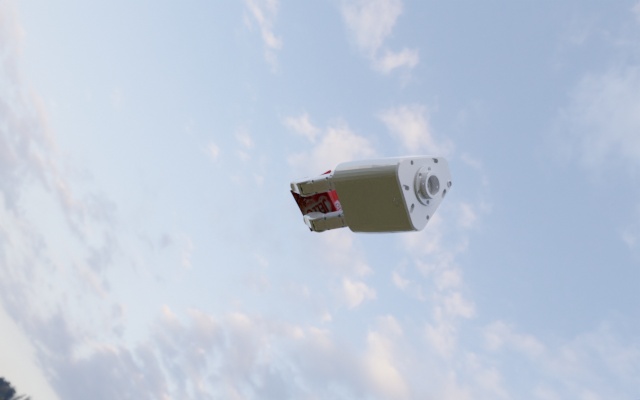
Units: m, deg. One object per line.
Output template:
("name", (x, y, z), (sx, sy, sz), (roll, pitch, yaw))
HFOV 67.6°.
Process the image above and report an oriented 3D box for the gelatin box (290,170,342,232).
("gelatin box", (0.000, 0.002, 0.708), (0.030, 0.073, 0.089), (-30, 4, -34))
